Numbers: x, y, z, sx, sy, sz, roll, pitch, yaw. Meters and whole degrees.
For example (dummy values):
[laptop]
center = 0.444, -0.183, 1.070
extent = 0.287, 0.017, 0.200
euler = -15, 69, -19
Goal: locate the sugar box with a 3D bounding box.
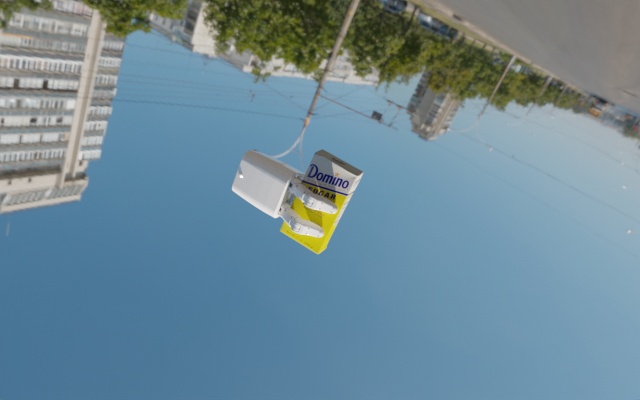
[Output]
[sugar box]
center = 0.000, 0.003, 0.898
extent = 0.093, 0.176, 0.048
euler = 30, 24, 12
